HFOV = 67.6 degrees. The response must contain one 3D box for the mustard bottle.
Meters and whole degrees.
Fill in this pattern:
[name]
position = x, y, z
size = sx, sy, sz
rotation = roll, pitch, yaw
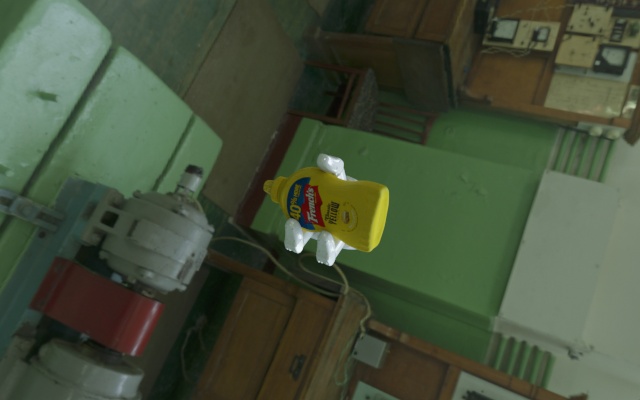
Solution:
[mustard bottle]
position = 0.000, 0.002, 0.701
size = 0.191, 0.096, 0.058
rotation = 17, 24, 24
